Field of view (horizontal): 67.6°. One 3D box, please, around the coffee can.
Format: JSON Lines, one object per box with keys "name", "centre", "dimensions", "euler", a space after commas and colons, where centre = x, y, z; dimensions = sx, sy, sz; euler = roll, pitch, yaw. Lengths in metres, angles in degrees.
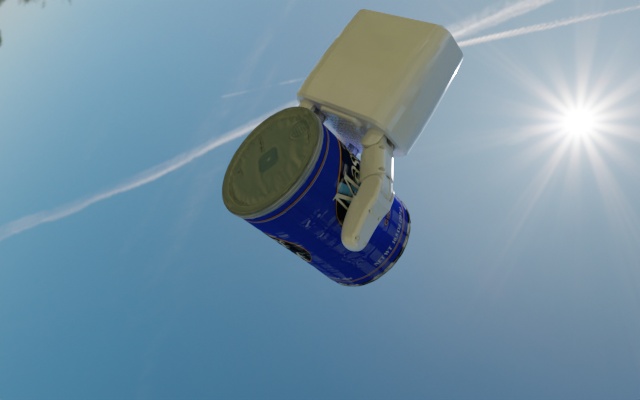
{"name": "coffee can", "centre": [0.000, 0.001, 0.420], "dimensions": [0.103, 0.102, 0.140], "euler": [0, -30, 44]}
